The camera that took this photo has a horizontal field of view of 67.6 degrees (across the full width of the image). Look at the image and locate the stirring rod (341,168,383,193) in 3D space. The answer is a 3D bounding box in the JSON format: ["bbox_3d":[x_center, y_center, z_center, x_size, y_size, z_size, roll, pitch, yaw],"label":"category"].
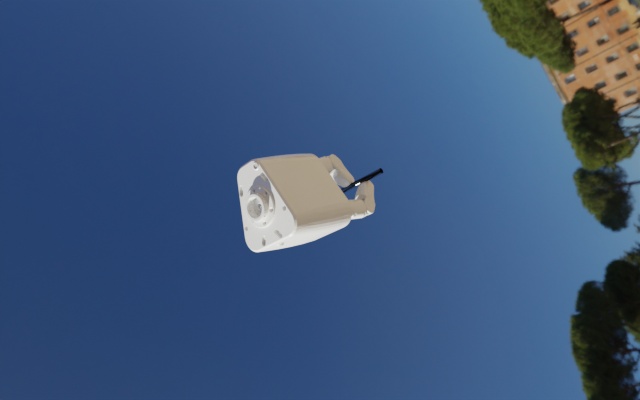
[{"bbox_3d":[0.000,0.002,0.734,0.239,0.011,0.011,-27,-18,38],"label":"stirring rod"}]
